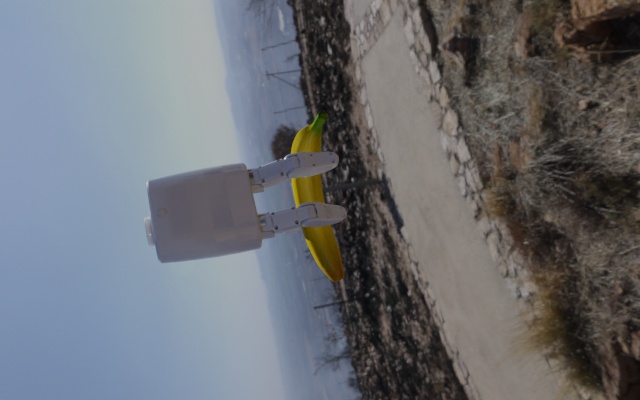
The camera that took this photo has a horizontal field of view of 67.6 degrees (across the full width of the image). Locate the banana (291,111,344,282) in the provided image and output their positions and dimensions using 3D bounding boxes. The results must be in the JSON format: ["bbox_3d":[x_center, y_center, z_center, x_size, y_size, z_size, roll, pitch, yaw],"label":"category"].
[{"bbox_3d":[-0.007,-0.002,0.573,0.037,0.198,0.069,-9,5,-22],"label":"banana"}]
